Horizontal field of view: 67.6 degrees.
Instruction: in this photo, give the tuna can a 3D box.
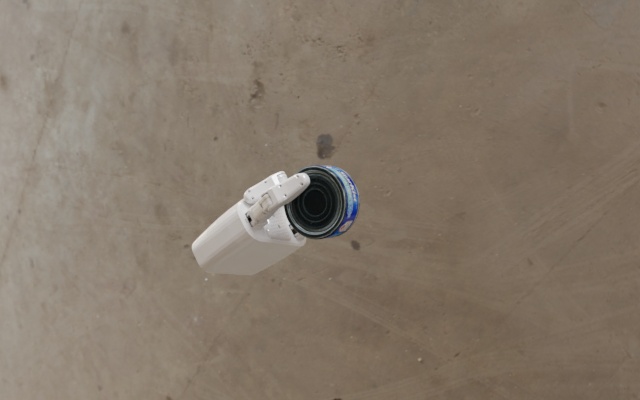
[{"bbox_3d":[0.000,0.002,0.551,0.086,0.086,0.034,0,2,31],"label":"tuna can"}]
